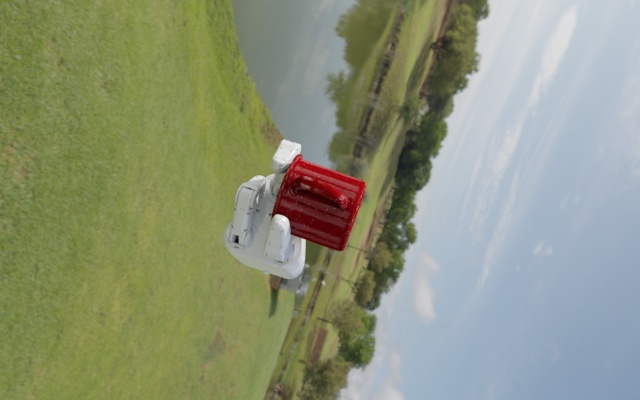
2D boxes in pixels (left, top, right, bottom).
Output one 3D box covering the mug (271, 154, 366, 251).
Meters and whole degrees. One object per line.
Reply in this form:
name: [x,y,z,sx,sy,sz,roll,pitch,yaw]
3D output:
mug: [0.000,0.001,0.508,0.081,0.093,0.117,19,-17,6]
